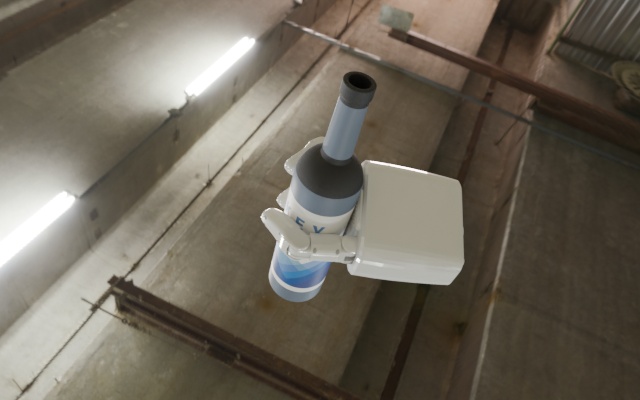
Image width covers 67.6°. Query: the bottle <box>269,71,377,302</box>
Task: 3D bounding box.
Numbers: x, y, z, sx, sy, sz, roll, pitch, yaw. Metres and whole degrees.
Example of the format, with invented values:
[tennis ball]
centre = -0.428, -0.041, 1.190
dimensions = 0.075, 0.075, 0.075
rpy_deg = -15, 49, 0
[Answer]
[bottle]
centre = 0.000, 0.002, 0.478
dimensions = 0.069, 0.069, 0.296
rpy_deg = 0, -40, -16
